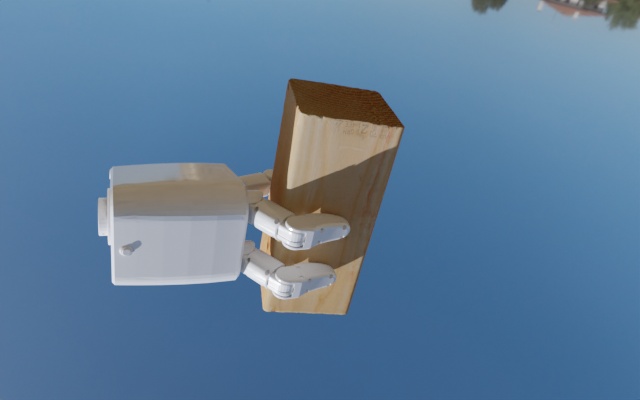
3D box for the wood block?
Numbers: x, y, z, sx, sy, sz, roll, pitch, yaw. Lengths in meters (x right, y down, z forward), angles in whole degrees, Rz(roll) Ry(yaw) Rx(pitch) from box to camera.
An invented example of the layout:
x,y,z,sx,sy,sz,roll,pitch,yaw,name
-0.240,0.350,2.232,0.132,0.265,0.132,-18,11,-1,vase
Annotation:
x,y,z,sx,sy,sz,roll,pitch,yaw,name
0.000,0.001,0.459,0.090,0.206,0.090,5,31,-14,wood block
